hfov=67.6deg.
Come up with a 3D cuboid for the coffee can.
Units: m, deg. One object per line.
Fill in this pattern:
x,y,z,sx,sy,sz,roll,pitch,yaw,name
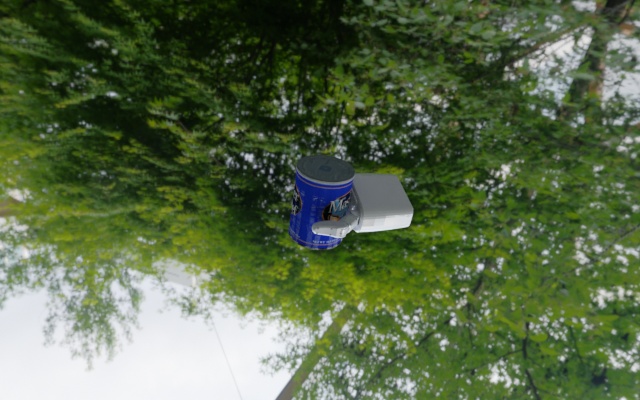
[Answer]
0.000,0.003,0.857,0.103,0.140,0.102,7,30,-4,coffee can
